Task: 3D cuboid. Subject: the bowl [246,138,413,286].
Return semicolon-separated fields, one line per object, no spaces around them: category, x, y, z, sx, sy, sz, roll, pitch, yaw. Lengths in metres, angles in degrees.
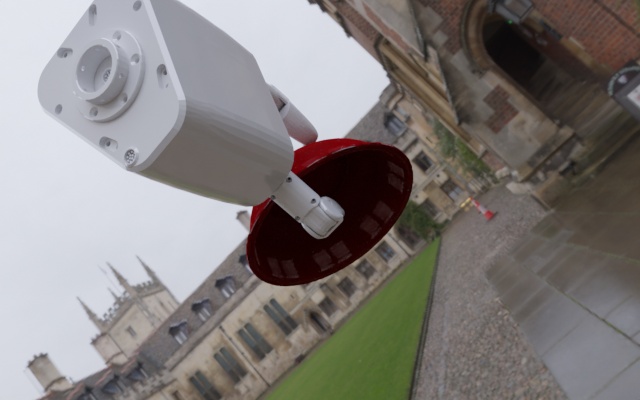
bowl;0.000;0.002;0.419;0.162;0.162;0.055;0;40;-40
